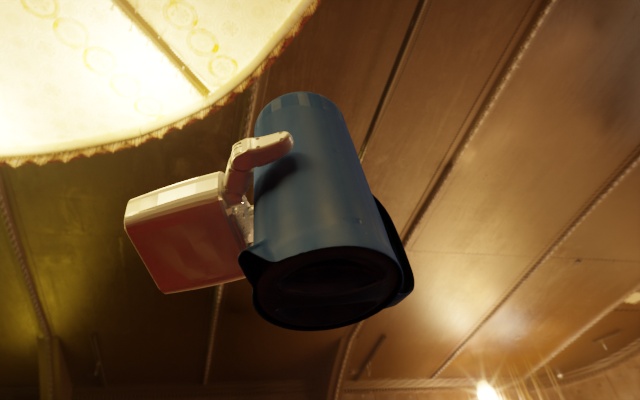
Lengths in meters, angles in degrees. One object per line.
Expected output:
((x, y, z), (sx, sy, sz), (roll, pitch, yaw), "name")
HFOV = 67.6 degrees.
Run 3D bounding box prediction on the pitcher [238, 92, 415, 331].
((0.000, 0.002, 0.496), (0.145, 0.242, 0.149), (-15, -42, 5), "pitcher")
